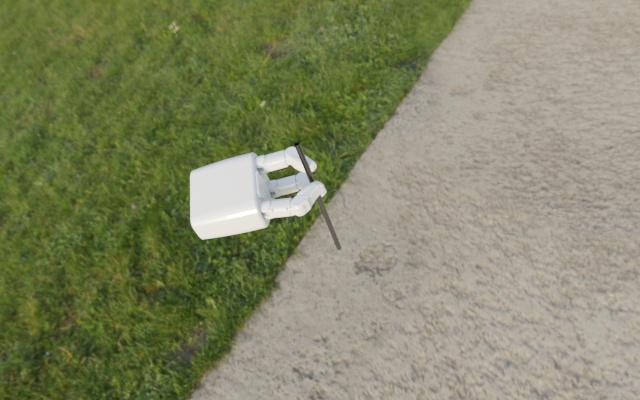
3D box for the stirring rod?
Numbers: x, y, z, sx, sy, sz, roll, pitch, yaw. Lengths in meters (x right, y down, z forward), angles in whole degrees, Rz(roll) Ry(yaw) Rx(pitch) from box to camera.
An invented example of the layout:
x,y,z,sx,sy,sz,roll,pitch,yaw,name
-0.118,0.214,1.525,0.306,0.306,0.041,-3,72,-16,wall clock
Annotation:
x,y,z,sx,sy,sz,roll,pitch,yaw,name
0.000,0.003,0.734,0.011,0.011,0.240,0,-41,21,stirring rod
